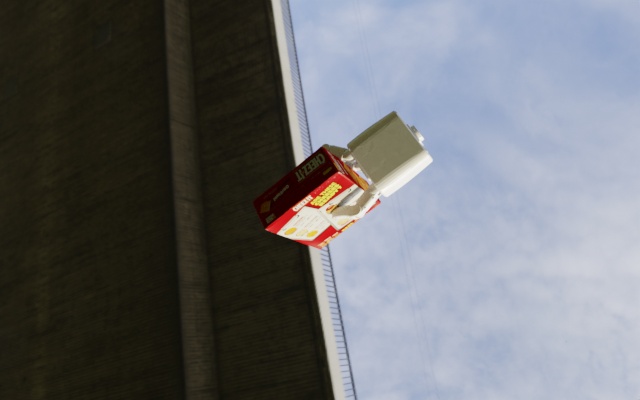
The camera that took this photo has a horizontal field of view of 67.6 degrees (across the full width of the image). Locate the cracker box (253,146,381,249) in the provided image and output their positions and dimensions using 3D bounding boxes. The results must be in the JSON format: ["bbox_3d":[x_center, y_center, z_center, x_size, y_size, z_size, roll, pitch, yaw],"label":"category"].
[{"bbox_3d":[0.000,0.003,0.895,0.164,0.072,0.214,-38,-28,13],"label":"cracker box"}]
